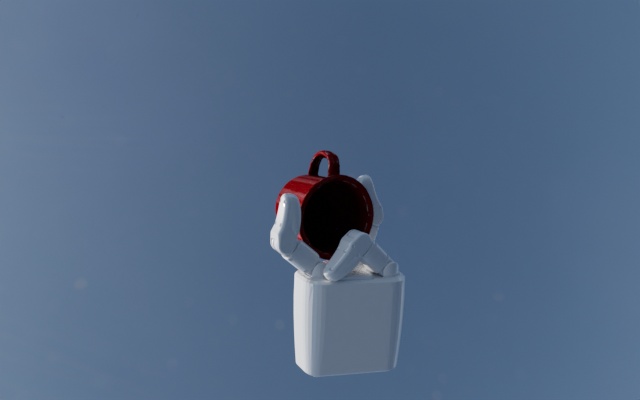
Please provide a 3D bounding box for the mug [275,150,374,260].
[{"bbox_3d":[0.000,0.000,0.542,0.093,0.117,0.081,-2,9,-28],"label":"mug"}]
